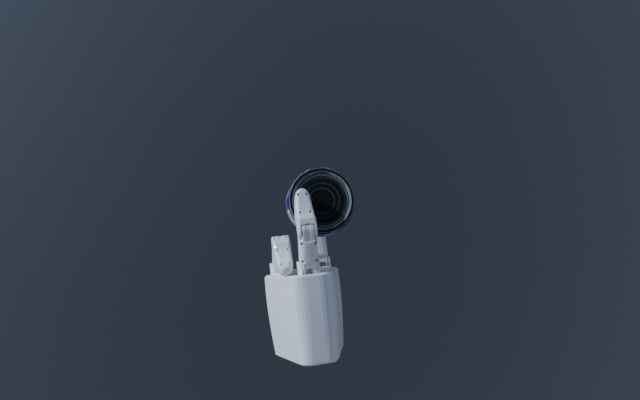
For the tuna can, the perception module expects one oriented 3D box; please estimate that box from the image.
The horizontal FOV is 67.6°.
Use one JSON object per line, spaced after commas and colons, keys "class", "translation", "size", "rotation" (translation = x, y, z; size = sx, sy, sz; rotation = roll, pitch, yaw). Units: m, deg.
{"class": "tuna can", "translation": [0.000, 0.002, 0.599], "size": [0.086, 0.086, 0.034], "rotation": [0, -9, -7]}
